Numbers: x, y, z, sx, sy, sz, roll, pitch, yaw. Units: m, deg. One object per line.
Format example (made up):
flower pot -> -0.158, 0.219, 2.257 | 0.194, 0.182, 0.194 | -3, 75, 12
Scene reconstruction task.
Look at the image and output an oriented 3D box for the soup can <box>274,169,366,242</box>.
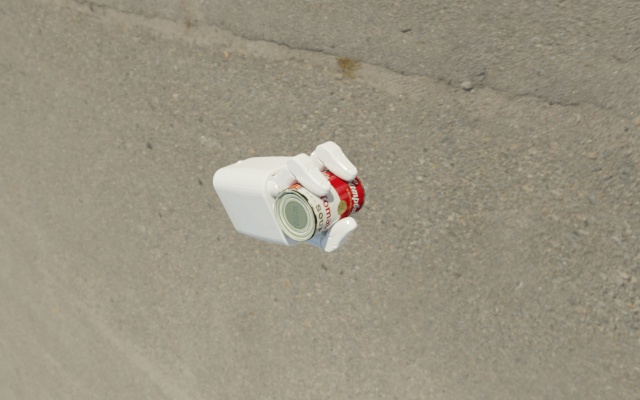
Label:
soup can -> 0.000, 0.002, 0.595 | 0.068, 0.068, 0.102 | 0, 19, 42
